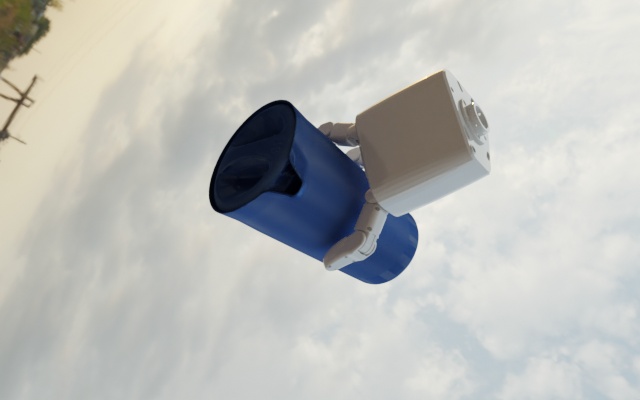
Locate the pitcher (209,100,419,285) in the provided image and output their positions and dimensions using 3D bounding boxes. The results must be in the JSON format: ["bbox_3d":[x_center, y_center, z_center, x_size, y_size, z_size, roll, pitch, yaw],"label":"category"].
[{"bbox_3d":[0.000,0.002,0.557,0.145,0.149,0.243,-26,-45,34],"label":"pitcher"}]
